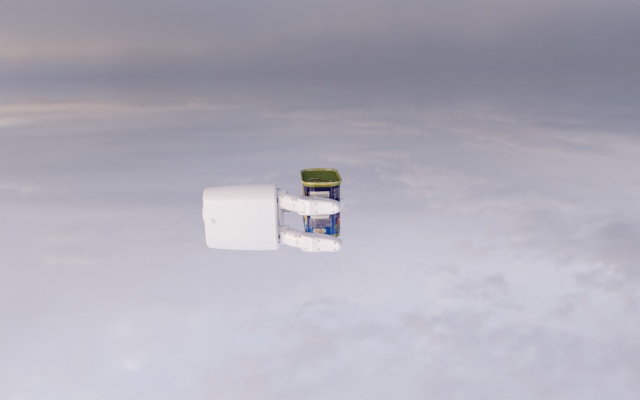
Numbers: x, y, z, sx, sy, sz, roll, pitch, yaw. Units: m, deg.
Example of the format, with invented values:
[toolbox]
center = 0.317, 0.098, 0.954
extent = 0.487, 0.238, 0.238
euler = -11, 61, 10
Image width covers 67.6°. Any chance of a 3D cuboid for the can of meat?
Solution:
[can of meat]
center = 0.000, 0.003, 0.715
extent = 0.057, 0.084, 0.102
euler = -1, 15, -4
